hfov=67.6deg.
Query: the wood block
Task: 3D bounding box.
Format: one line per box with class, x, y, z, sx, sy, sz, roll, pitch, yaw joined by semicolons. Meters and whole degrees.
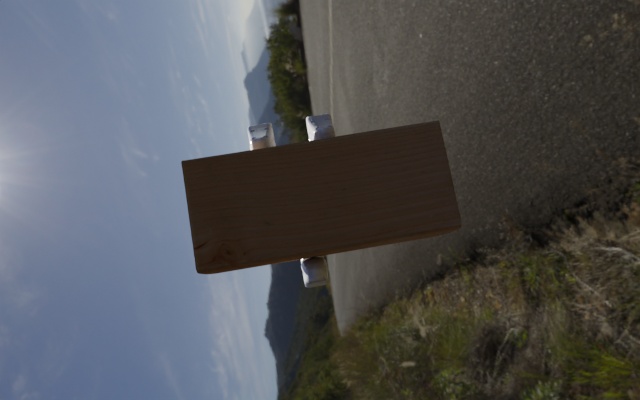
wood block;0.000;0.002;0.410;0.206;0.091;0.090;-10;-8;-3
